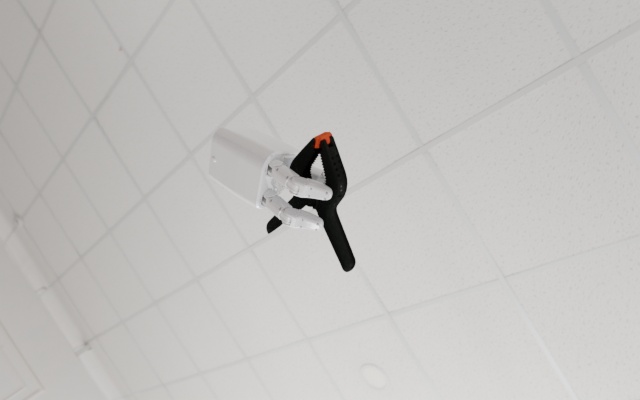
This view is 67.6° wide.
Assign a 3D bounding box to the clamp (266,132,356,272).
[{"bbox_3d":[0.000,0.001,0.712,0.164,0.210,0.036,29,36,20],"label":"clamp"}]
